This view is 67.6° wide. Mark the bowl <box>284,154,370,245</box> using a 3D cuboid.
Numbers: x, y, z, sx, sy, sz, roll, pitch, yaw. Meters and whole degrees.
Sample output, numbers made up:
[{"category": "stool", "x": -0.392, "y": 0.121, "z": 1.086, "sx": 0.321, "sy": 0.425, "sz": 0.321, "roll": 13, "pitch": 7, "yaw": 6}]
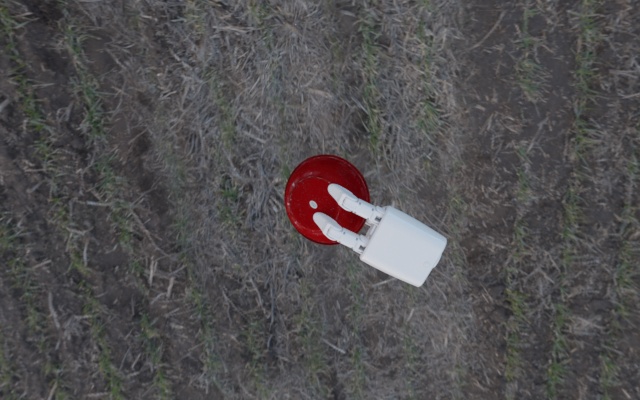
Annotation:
[{"category": "bowl", "x": -0.001, "y": 0.002, "z": 0.815, "sx": 0.162, "sy": 0.162, "sz": 0.055, "roll": 0, "pitch": 7, "yaw": 22}]
